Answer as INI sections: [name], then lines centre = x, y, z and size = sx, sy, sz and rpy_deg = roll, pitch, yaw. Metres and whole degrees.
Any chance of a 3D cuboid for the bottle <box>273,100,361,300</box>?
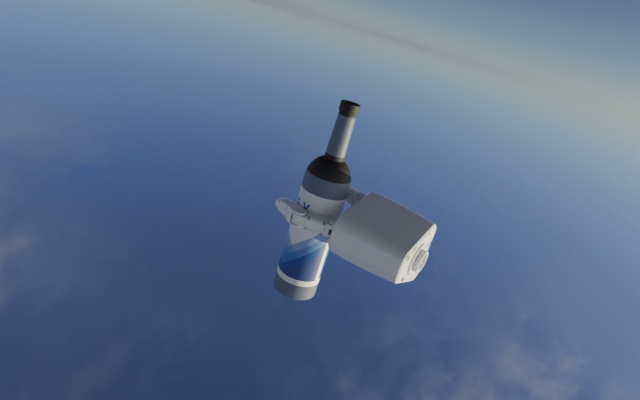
[bottle]
centre = 0.000, 0.002, 0.685
size = 0.069, 0.296, 0.069
rpy_deg = 15, 20, -6
